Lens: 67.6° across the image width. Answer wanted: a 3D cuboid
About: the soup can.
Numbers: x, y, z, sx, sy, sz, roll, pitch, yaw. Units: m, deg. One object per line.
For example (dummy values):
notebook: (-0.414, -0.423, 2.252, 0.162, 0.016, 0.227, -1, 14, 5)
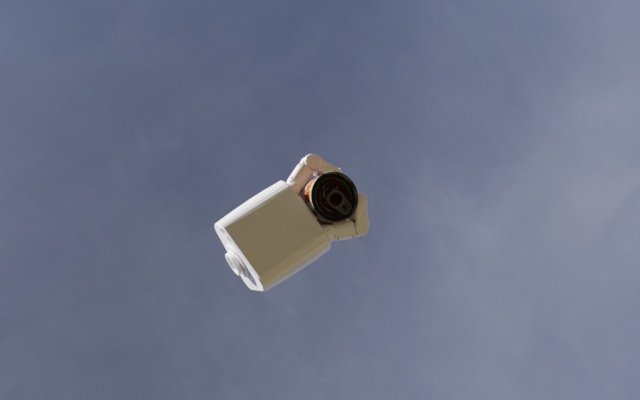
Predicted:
soup can: (0.000, 0.002, 0.668, 0.068, 0.068, 0.102, 0, -8, -22)
